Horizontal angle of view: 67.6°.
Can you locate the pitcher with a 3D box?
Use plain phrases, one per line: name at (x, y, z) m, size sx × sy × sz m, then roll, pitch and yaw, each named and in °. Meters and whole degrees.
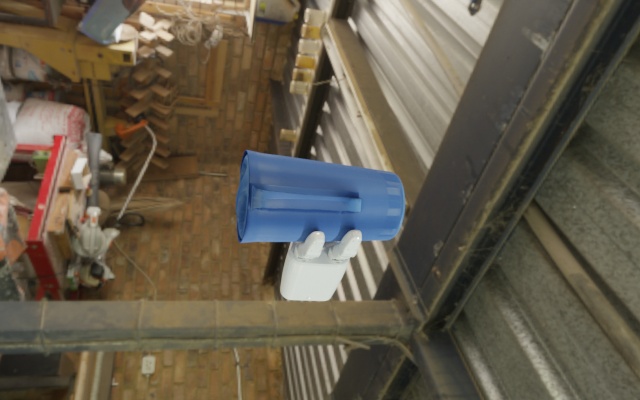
pitcher at (0.000, 0.002, 0.706) m, size 0.243 × 0.149 × 0.145 m, roll 4°, pitch -46°, yaw -15°
